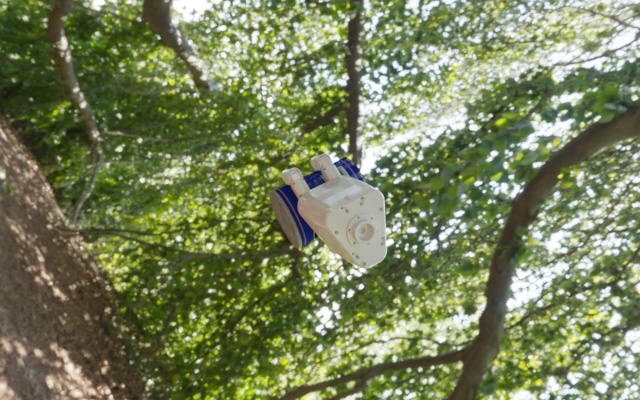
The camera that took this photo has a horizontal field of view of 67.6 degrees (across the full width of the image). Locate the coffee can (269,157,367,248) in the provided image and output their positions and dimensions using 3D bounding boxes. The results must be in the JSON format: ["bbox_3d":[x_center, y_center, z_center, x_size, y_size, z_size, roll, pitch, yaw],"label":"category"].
[{"bbox_3d":[0.000,0.003,0.793,0.140,0.103,0.103,-26,7,-14],"label":"coffee can"}]
